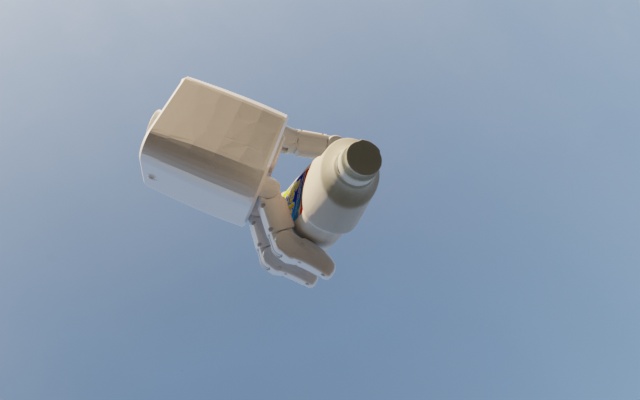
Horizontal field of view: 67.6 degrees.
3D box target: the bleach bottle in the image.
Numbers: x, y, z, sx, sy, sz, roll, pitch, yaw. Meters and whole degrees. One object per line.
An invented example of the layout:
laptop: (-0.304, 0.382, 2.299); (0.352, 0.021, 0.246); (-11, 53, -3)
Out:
bleach bottle: (0.000, 0.002, 0.462); (0.068, 0.102, 0.251); (21, -23, -9)
